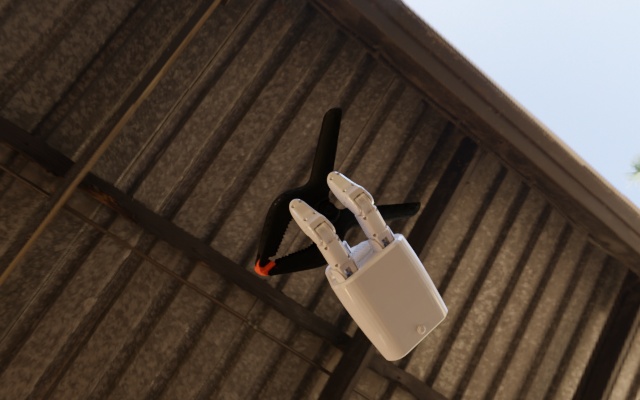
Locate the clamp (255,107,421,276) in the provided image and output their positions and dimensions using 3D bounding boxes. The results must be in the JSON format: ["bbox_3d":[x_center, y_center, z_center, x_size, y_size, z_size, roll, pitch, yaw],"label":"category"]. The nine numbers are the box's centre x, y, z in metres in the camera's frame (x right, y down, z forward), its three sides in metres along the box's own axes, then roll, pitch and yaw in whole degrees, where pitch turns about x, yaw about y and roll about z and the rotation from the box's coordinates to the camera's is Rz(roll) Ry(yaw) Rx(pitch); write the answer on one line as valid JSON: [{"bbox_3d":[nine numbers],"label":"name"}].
[{"bbox_3d":[0.000,0.002,0.552,0.210,0.164,0.036,-37,5,-19],"label":"clamp"}]
